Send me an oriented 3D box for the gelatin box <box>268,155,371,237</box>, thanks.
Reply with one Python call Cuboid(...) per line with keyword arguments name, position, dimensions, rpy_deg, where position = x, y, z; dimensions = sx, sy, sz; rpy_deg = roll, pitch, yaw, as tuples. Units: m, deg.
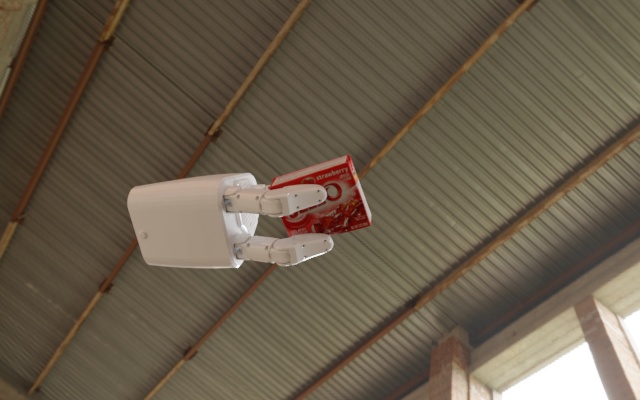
Cuboid(name="gelatin box", position=(0.000, 0.001, 0.495), dimensions=(0.089, 0.073, 0.030), rpy_deg=(-16, 20, 13))
